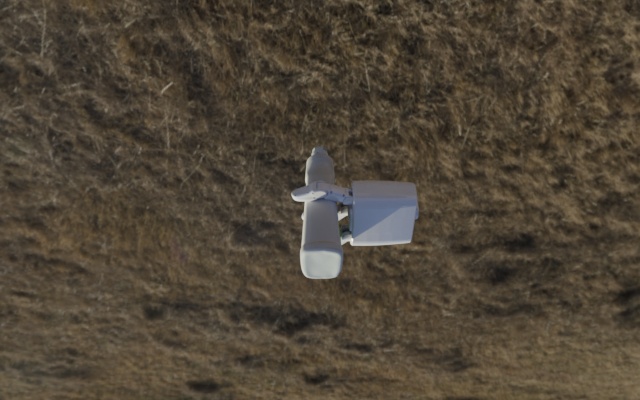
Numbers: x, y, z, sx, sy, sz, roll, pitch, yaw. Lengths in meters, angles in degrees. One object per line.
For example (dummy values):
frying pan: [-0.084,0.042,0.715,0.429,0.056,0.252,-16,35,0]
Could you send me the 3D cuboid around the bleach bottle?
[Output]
bleach bottle: [0.000,0.003,0.828,0.068,0.250,0.103,0,-36,-1]
